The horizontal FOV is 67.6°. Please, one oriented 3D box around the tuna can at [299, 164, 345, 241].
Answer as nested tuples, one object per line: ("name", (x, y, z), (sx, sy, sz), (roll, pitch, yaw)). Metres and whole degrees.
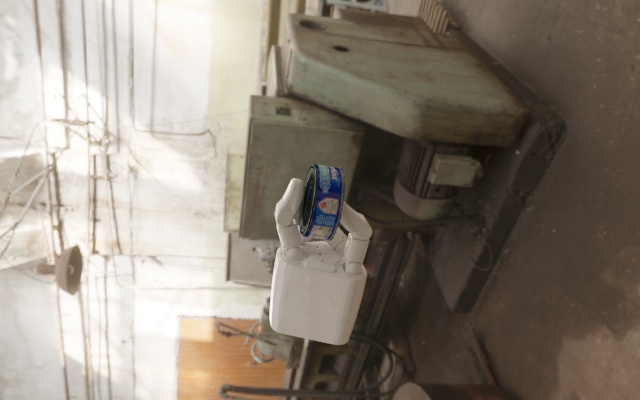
("tuna can", (0.000, 0.002, 0.548), (0.034, 0.086, 0.086), (9, -2, -12))
